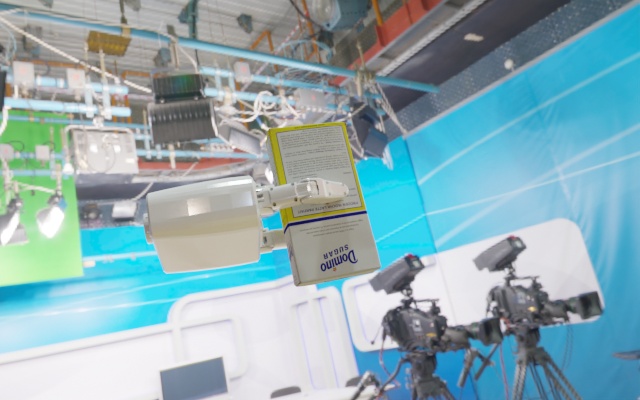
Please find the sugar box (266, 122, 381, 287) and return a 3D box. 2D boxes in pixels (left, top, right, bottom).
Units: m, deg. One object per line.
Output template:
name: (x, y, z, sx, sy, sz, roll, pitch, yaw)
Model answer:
sugar box: (0.000, 0.002, 0.536, 0.093, 0.176, 0.048, -8, -13, -14)
